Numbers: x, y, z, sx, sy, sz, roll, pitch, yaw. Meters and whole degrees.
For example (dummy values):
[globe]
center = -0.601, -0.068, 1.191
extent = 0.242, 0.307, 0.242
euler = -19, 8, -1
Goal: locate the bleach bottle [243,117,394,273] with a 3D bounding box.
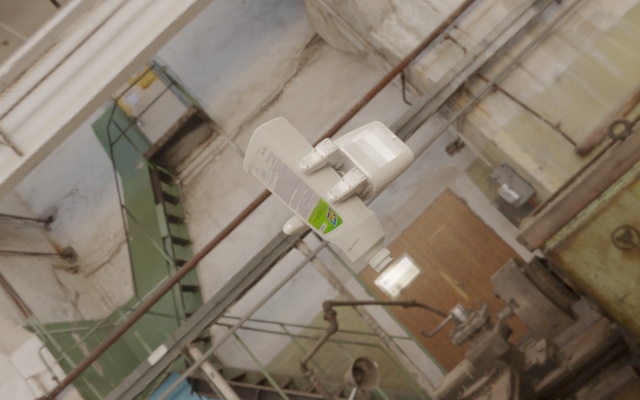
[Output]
[bleach bottle]
center = 0.000, 0.002, 0.663
extent = 0.068, 0.250, 0.103
euler = -34, -17, -35
